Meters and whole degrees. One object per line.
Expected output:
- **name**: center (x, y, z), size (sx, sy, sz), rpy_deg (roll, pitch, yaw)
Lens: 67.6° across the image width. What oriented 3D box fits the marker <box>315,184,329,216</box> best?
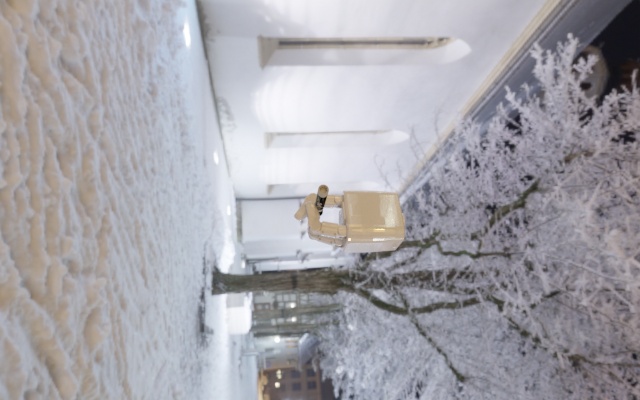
- **marker**: center (0.000, 0.003, 0.855), size (0.020, 0.020, 0.121), rpy_deg (0, -21, -5)
